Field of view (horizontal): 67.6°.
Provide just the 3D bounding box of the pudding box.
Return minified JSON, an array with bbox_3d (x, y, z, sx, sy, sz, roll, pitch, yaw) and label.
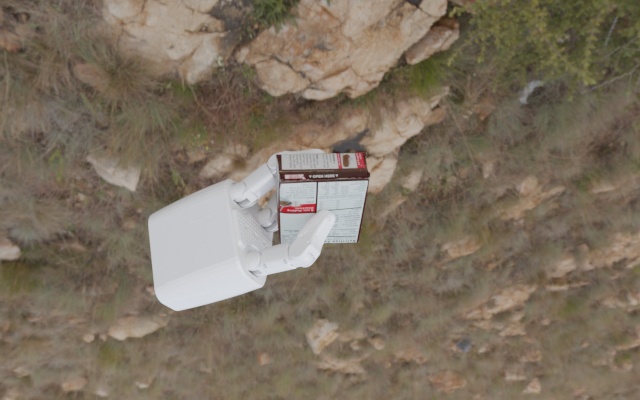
[{"bbox_3d":[0.000,0.002,0.493,0.090,0.039,0.114,-3,-37,-6],"label":"pudding box"}]
